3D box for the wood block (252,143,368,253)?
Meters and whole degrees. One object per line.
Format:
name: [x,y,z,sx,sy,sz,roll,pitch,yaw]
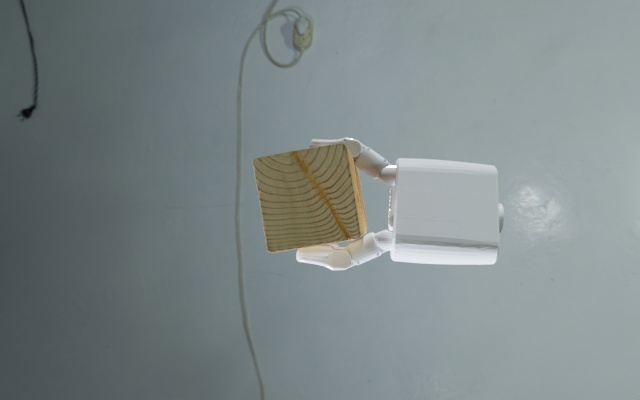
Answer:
wood block: [0.000,0.001,0.534,0.090,0.091,0.206,-10,-4,7]
